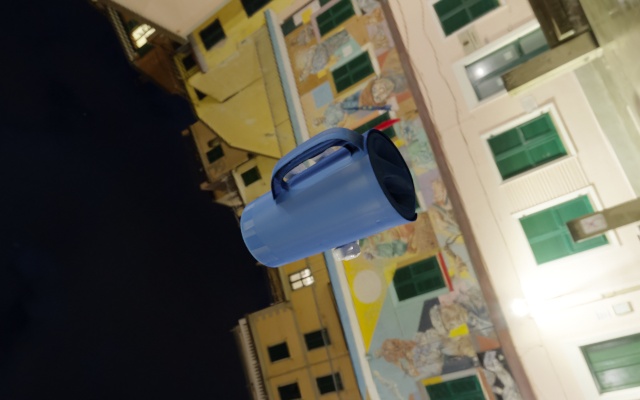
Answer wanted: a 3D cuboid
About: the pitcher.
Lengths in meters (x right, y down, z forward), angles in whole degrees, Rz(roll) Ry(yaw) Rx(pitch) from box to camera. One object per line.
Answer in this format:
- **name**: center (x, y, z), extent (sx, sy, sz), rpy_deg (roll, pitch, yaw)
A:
- **pitcher**: center (0.000, 0.002, 0.673), extent (0.243, 0.149, 0.145), rpy_deg (-25, -4, 28)
